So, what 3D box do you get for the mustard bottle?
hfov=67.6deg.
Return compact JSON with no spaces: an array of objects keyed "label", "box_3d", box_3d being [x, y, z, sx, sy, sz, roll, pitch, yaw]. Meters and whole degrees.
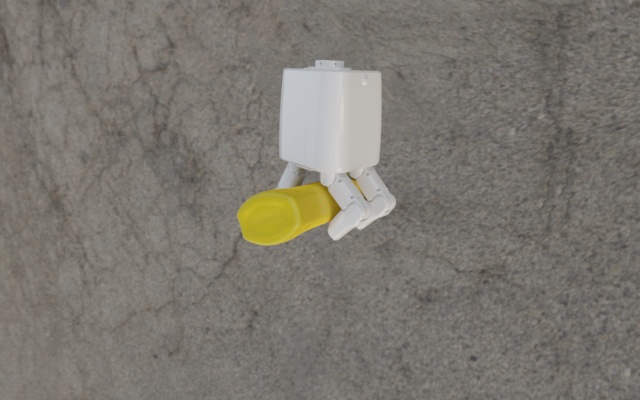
[{"label":"mustard bottle","box_3d":[0.000,0.002,0.573,0.096,0.058,0.191,-18,0,40]}]
